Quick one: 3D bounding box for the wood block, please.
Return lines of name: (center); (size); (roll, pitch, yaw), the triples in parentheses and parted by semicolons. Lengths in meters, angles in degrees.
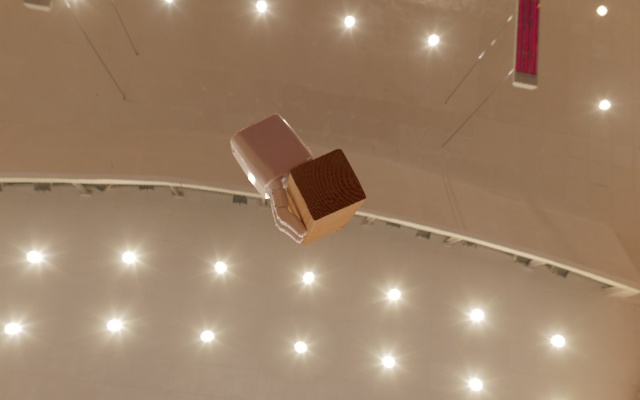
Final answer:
wood block: (0.000, 0.002, 0.809); (0.091, 0.090, 0.206); (-25, -11, -12)
